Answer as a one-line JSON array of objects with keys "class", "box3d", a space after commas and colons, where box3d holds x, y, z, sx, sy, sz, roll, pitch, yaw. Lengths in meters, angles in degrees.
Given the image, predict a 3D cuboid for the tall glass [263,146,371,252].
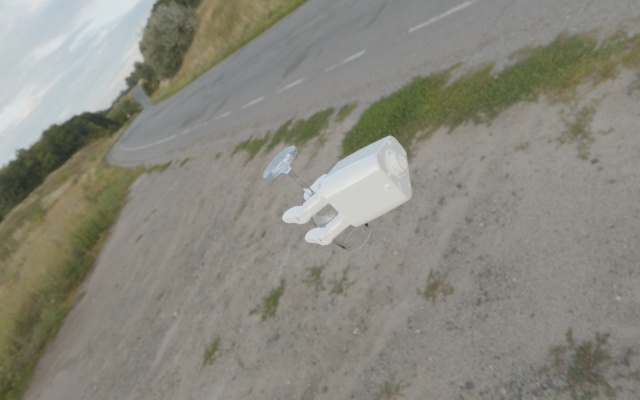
[{"class": "tall glass", "box3d": [0.000, 0.002, 0.803, 0.201, 0.079, 0.079, 44, -22, -24]}]
